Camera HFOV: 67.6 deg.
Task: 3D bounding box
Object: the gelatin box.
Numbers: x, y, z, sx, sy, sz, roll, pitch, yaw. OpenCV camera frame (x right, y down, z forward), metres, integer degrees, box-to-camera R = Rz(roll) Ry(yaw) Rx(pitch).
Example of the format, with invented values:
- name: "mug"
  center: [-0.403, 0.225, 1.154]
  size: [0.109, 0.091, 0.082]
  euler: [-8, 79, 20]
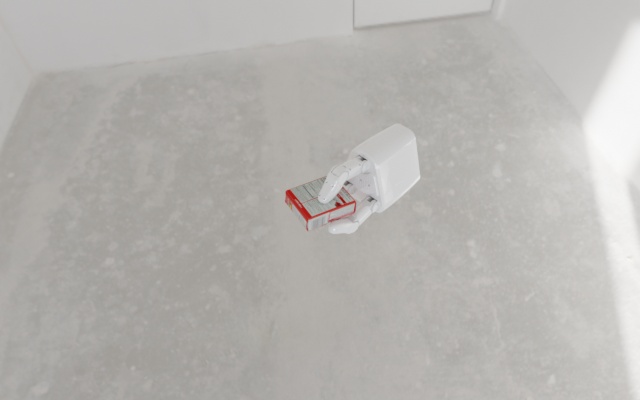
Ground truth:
- name: "gelatin box"
  center: [0.000, 0.002, 0.745]
  size: [0.089, 0.030, 0.073]
  euler: [-20, 49, -24]
